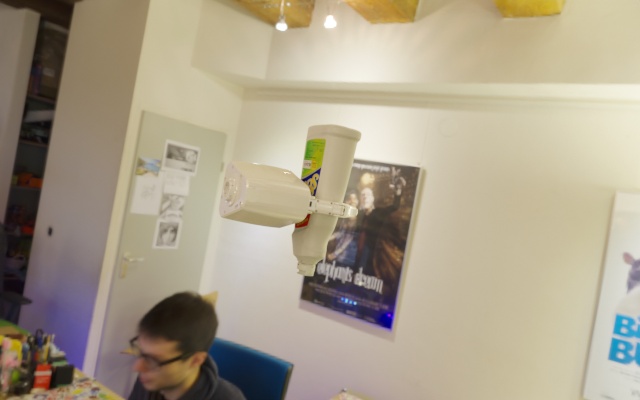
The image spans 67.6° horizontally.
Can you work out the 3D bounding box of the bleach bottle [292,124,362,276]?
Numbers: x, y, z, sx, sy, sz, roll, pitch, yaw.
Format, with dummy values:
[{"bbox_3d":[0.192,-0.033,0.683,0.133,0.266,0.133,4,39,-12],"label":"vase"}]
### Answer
[{"bbox_3d":[0.000,0.003,0.800,0.068,0.251,0.102,10,1,-31],"label":"bleach bottle"}]
